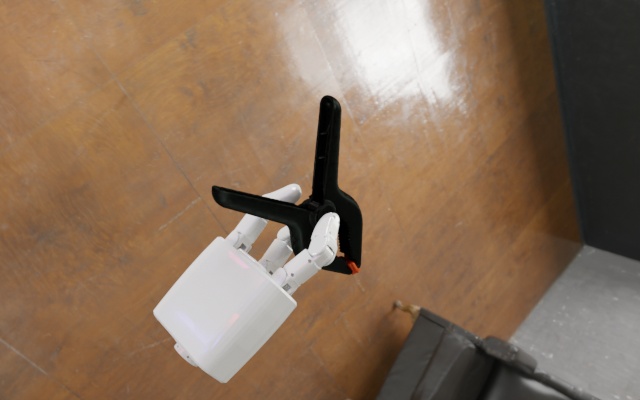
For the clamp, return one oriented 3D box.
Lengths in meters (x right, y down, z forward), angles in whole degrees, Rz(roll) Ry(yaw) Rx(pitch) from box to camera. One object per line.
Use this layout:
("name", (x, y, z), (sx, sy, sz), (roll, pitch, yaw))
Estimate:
("clamp", (0.001, 0.002, 0.529), (0.036, 0.164, 0.210), (28, -20, 51))
